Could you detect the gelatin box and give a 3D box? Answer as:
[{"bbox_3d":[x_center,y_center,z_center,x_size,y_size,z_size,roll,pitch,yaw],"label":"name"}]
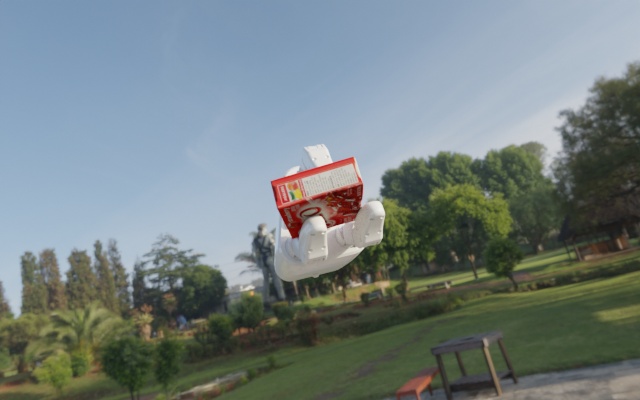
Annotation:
[{"bbox_3d":[0.000,0.001,0.426,0.073,0.030,0.089,-16,-22,-2],"label":"gelatin box"}]
